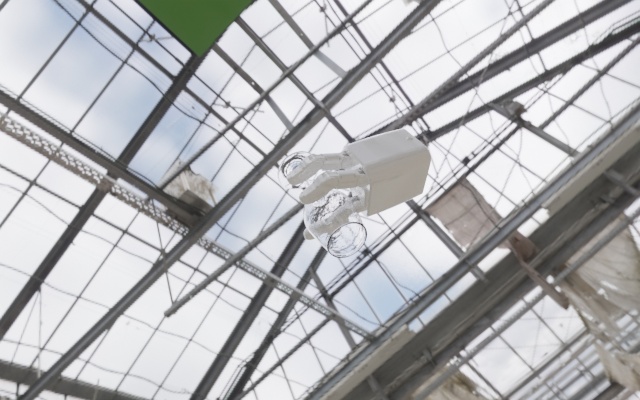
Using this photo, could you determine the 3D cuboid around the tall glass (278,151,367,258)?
[{"bbox_3d":[0.000,0.002,0.736,0.079,0.079,0.201,0,33,-26],"label":"tall glass"}]
